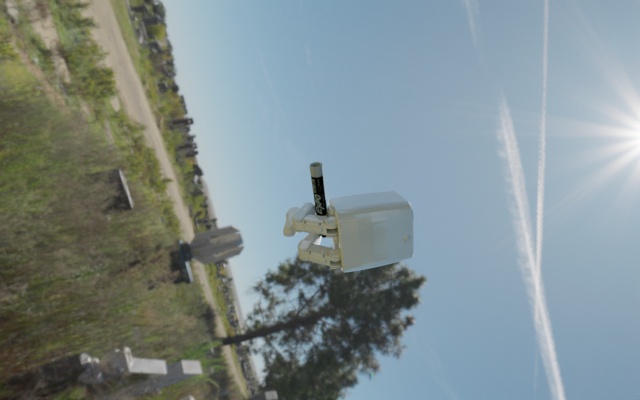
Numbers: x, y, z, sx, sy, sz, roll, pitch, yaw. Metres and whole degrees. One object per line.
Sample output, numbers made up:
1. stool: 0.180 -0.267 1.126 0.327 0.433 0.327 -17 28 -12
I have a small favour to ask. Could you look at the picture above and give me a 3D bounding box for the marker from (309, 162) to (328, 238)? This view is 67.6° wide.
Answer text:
1. marker: 0.000 0.002 0.693 0.020 0.121 0.020 -5 30 3
